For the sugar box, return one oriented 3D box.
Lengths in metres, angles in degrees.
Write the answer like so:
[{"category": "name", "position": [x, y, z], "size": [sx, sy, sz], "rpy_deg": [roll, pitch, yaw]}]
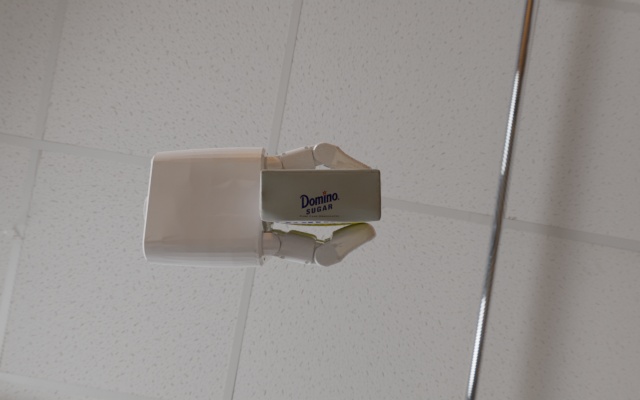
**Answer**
[{"category": "sugar box", "position": [0.000, 0.002, 0.442], "size": [0.093, 0.048, 0.176], "rpy_deg": [0, -1, 1]}]
